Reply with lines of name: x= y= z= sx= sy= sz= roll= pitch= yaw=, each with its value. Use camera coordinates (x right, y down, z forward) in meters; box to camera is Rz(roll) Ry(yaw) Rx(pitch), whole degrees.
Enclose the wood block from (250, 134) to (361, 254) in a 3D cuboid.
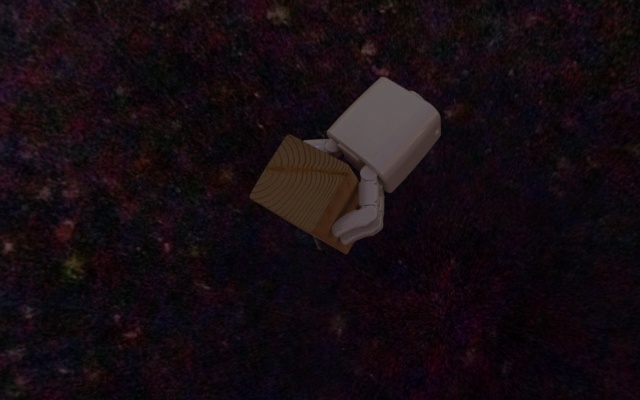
wood block: x=0.000 y=0.002 z=0.637 sx=0.091 sy=0.090 sz=0.206 roll=29 pitch=-5 yaw=19
